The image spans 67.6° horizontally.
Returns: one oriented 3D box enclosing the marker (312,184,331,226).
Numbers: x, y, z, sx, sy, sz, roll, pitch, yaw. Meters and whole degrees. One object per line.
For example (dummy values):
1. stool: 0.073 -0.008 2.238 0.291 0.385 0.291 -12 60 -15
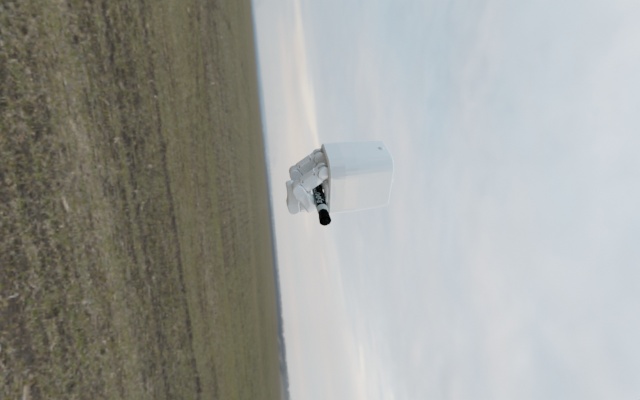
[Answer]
1. marker: 0.000 0.003 0.774 0.020 0.020 0.121 0 31 -9
